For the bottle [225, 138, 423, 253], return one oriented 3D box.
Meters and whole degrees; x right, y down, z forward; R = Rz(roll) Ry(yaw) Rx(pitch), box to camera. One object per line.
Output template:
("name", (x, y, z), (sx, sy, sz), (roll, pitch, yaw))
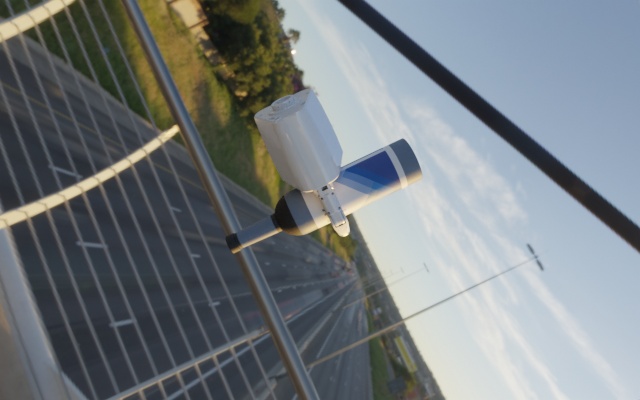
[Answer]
("bottle", (0.000, 0.002, 0.695), (0.296, 0.069, 0.069), (-25, -1, 1))
